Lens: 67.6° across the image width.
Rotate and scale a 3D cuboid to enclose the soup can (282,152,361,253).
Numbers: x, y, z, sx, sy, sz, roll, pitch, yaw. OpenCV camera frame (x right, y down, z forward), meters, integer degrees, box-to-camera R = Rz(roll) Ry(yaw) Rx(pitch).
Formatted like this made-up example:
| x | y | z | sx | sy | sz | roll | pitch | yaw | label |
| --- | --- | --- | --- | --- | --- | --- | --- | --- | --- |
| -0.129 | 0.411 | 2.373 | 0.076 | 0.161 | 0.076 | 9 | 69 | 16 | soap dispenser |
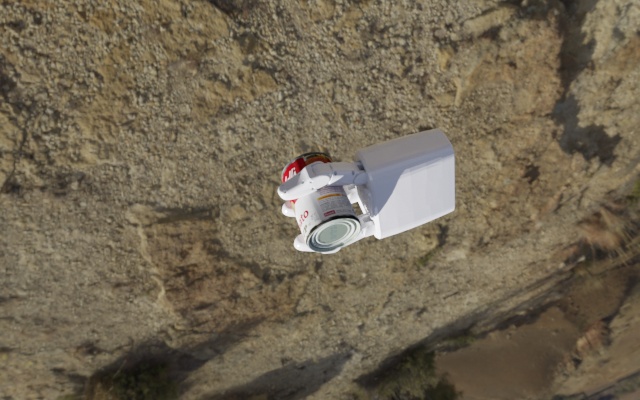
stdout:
| x | y | z | sx | sy | sz | roll | pitch | yaw | label |
| --- | --- | --- | --- | --- | --- | --- | --- | --- | --- |
| 0.000 | 0.002 | 0.565 | 0.068 | 0.102 | 0.069 | -15 | -36 | -11 | soup can |
